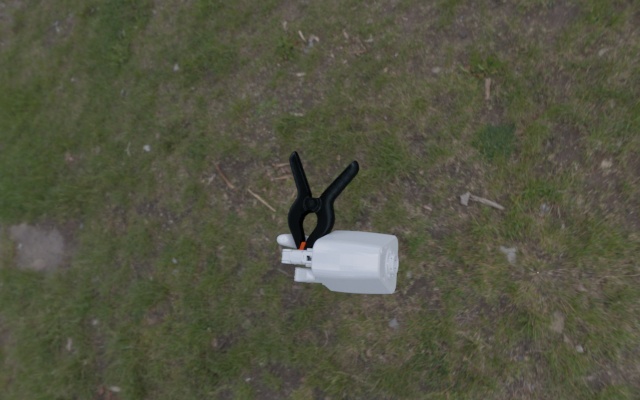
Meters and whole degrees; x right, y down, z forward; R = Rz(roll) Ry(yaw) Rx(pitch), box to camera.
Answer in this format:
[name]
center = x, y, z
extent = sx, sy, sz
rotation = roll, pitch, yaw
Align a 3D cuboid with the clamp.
[clamp]
center = 0.000, 0.003, 0.778
extent = 0.120, 0.171, 0.039
rotation = 1, -7, 23
